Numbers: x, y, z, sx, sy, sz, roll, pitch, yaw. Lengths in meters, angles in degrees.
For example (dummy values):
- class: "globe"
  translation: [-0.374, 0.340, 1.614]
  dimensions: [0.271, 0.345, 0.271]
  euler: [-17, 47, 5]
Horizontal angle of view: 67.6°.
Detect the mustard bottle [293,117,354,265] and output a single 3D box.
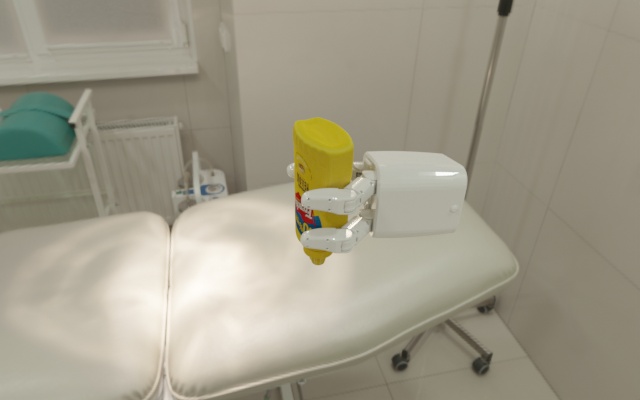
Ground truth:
- class: "mustard bottle"
  translation: [0.000, 0.002, 0.591]
  dimensions: [0.058, 0.192, 0.096]
  euler: [-15, 37, -24]
